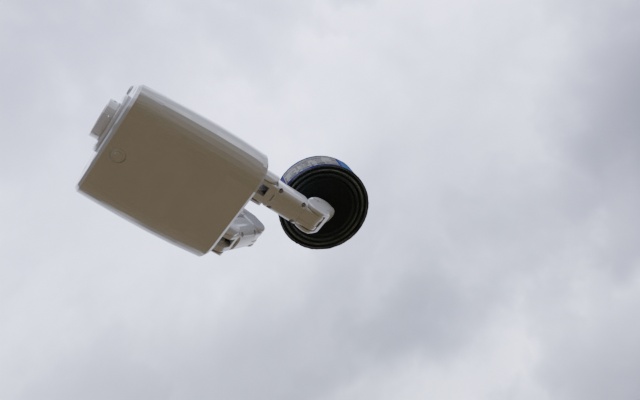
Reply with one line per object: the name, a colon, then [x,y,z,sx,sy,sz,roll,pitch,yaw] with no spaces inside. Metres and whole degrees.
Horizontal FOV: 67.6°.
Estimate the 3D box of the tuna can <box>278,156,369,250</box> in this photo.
tuna can: [0.000,0.001,0.454,0.086,0.086,0.033,0,23,-14]
